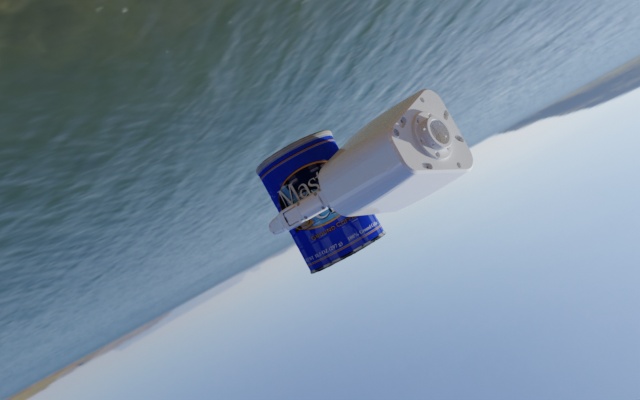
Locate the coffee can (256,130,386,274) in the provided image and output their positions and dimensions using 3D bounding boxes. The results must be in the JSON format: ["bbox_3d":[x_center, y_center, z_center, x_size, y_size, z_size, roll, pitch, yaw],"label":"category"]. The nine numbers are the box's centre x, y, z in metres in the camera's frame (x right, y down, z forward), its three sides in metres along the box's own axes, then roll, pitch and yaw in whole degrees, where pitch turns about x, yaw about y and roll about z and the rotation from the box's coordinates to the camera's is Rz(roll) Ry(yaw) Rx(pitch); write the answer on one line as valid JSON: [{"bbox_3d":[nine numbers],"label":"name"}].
[{"bbox_3d":[0.000,0.002,0.573,0.103,0.140,0.103,-28,-3,-2],"label":"coffee can"}]
